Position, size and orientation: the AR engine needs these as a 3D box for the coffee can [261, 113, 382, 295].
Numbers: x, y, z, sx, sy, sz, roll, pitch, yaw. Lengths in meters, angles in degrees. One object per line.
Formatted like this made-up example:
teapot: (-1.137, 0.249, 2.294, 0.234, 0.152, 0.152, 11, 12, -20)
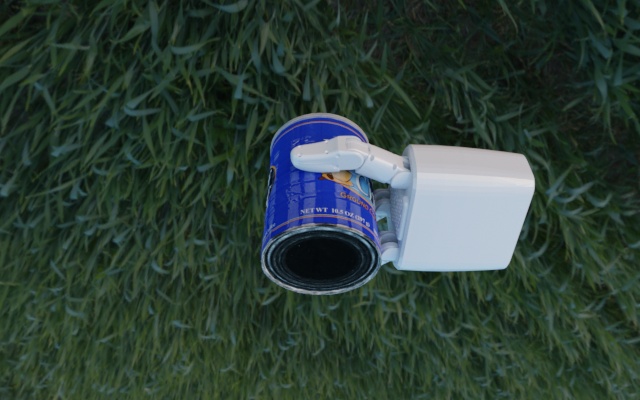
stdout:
coffee can: (0.000, 0.001, 0.448, 0.103, 0.140, 0.103, 0, -42, 0)
